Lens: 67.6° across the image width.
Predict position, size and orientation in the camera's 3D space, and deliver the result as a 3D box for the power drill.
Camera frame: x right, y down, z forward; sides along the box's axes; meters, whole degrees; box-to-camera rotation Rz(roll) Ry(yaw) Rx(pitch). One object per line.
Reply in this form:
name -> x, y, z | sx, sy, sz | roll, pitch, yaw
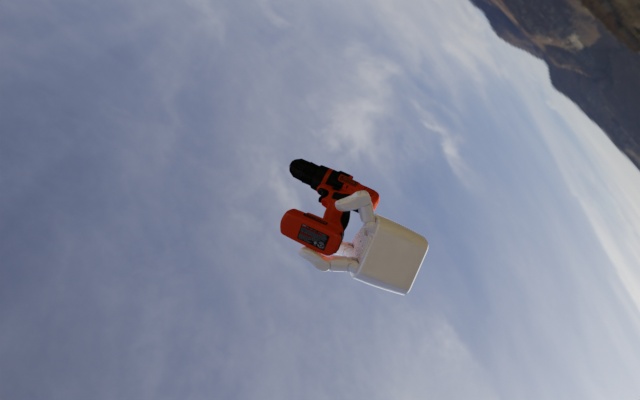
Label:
power drill -> 0.000, 0.003, 0.853 | 0.184, 0.057, 0.187 | 24, 39, 9
